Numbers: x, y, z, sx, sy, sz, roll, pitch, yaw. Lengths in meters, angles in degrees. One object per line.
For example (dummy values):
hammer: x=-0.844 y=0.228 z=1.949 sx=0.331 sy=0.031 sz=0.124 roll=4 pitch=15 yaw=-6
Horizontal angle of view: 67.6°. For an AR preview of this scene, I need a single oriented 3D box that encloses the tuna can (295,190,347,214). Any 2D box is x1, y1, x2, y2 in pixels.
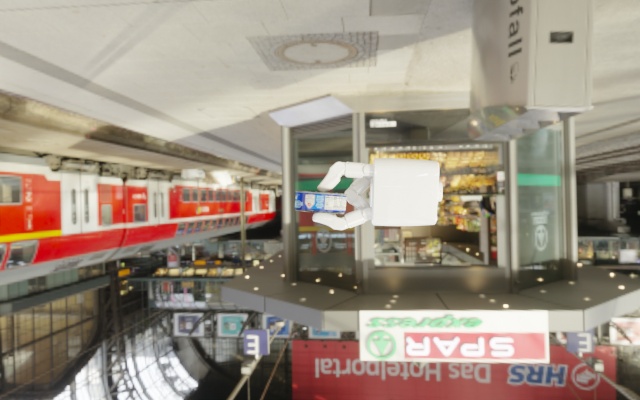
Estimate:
tuna can: x=0.000 y=0.003 z=0.792 sx=0.086 sy=0.034 sz=0.086 roll=4 pitch=0 yaw=0
